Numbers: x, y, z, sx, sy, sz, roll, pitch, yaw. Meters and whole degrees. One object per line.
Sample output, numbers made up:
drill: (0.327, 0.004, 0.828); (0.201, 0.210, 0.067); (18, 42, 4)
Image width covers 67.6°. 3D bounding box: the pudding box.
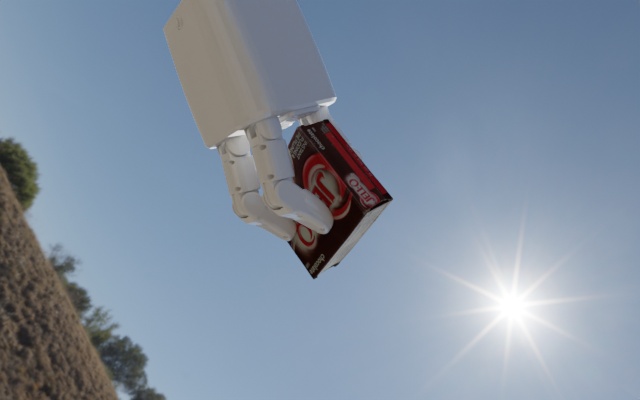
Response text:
pudding box: (0.000, 0.001, 0.410); (0.039, 0.090, 0.114); (-23, -23, -35)
